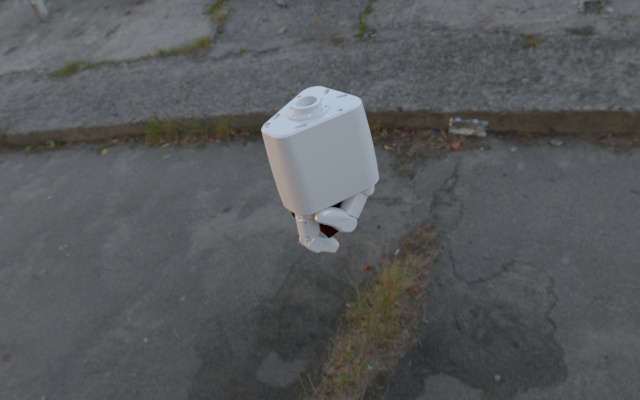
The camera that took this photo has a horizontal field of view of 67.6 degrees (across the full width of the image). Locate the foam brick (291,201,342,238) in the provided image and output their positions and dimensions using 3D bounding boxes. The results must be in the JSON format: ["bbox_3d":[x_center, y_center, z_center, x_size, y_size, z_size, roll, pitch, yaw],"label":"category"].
[{"bbox_3d":[0.000,0.002,0.618,0.053,0.051,0.078,-36,41,-25],"label":"foam brick"}]
